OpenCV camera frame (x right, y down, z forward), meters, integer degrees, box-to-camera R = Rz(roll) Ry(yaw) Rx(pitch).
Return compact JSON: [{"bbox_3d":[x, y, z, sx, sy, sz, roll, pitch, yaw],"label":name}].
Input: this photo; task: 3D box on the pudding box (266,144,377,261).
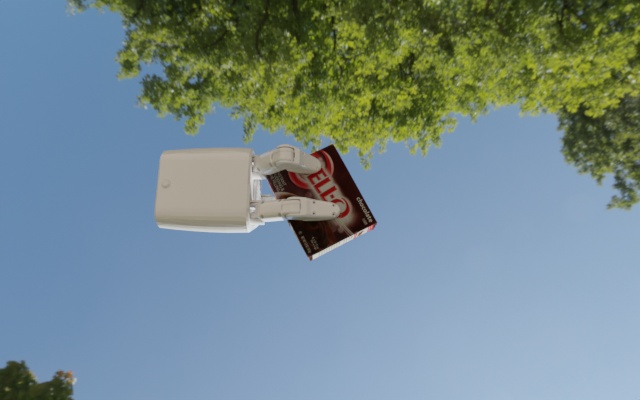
[{"bbox_3d":[0.000,0.002,0.563,0.090,0.113,0.039,-26,-13,-8],"label":"pudding box"}]
